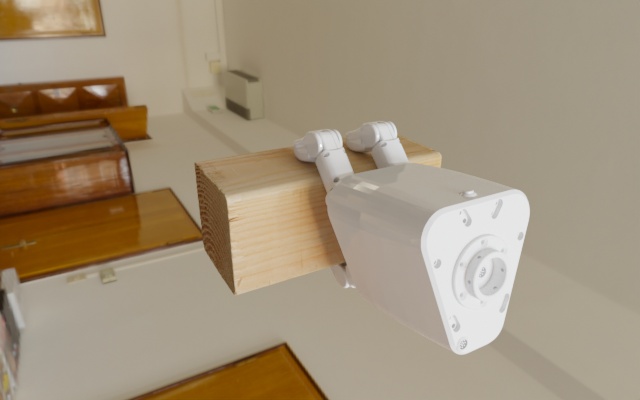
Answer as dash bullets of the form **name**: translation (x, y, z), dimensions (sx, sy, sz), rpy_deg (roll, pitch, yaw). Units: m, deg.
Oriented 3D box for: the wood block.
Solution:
- **wood block**: translation (0.000, 0.002, 0.444), dimensions (0.206, 0.091, 0.090), rpy_deg (-13, 28, -26)
